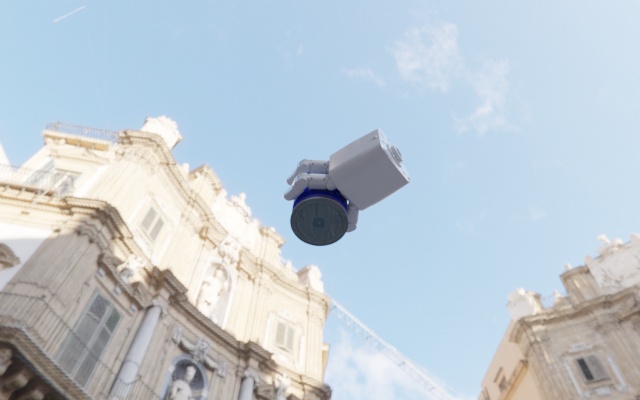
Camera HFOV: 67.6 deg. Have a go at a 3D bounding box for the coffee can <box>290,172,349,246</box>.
[{"bbox_3d":[0.000,0.003,0.891,0.103,0.103,0.140,0,32,2],"label":"coffee can"}]
